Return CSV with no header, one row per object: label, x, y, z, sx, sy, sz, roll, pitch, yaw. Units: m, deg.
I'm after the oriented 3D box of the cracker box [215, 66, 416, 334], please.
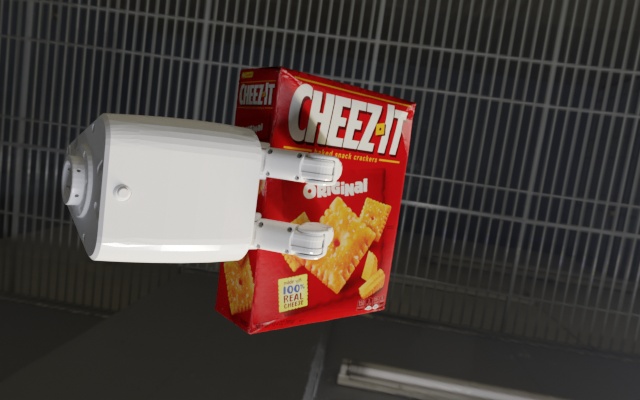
cracker box,0.000,0.002,0.441,0.164,0.214,0.072,3,8,-40
